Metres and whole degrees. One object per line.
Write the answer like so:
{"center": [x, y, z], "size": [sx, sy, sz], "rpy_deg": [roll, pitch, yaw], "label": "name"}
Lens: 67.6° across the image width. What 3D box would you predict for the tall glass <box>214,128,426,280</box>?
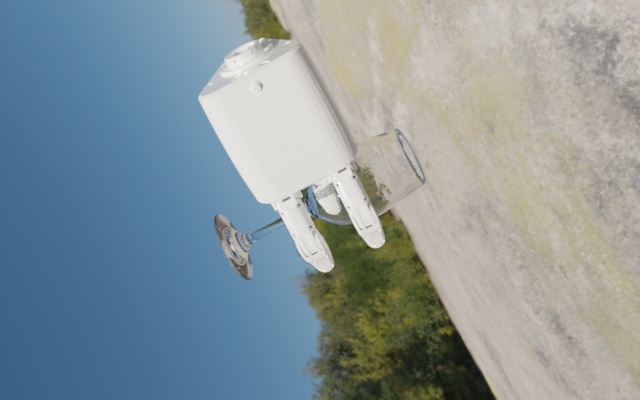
{"center": [0.000, 0.002, 0.475], "size": [0.201, 0.079, 0.079], "rpy_deg": [-27, -2, 4], "label": "tall glass"}
